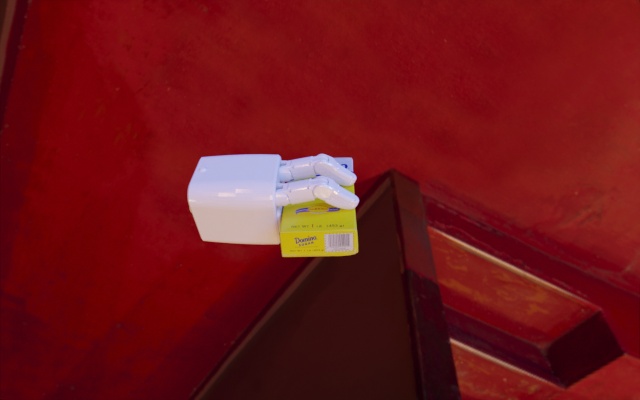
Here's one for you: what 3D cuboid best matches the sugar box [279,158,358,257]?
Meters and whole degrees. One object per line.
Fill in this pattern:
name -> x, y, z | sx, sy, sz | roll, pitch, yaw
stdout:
sugar box -> 0.000, 0.002, 0.634 | 0.093, 0.048, 0.176 | -1, 36, 2
